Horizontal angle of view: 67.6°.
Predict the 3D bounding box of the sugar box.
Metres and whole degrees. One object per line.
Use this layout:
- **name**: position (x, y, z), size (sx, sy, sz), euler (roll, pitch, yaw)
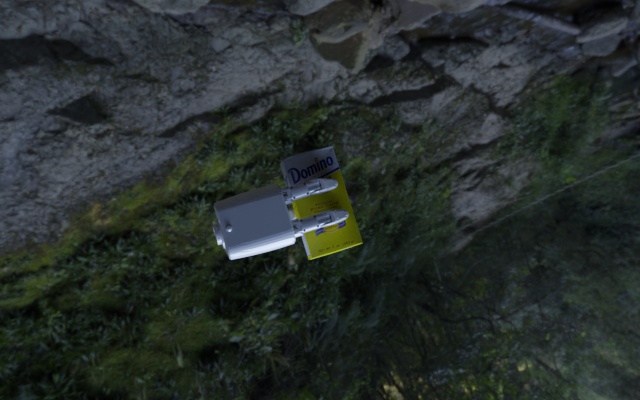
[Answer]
- **sugar box**: position (0.000, 0.003, 0.811), size (0.093, 0.176, 0.048), euler (-16, -5, -13)
